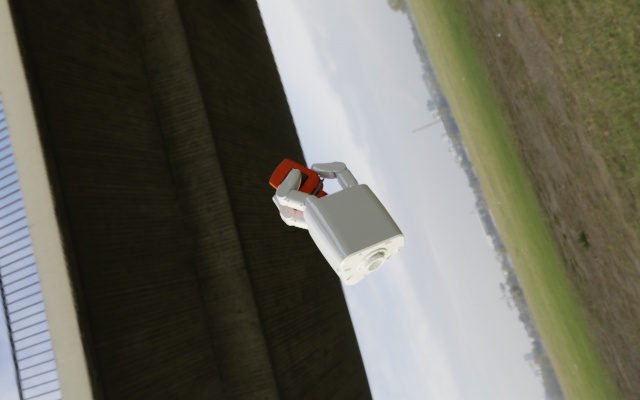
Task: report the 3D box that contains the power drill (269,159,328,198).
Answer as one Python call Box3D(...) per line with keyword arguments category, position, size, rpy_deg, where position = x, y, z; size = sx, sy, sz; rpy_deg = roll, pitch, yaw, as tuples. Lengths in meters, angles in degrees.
Box3D(category="power drill", position=(0.000, 0.003, 0.829), size=(0.188, 0.057, 0.184), rpy_deg=(37, -6, -41))
